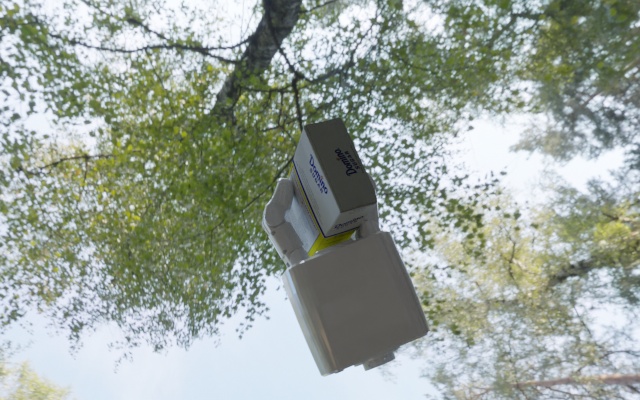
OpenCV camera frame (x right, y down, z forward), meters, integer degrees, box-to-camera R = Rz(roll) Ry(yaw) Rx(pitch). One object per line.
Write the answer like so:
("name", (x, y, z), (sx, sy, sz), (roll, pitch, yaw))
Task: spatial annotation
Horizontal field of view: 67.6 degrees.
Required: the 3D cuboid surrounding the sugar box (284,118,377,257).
("sugar box", (0.001, 0.002, 0.501), (0.048, 0.093, 0.176), (-15, -19, -22))
